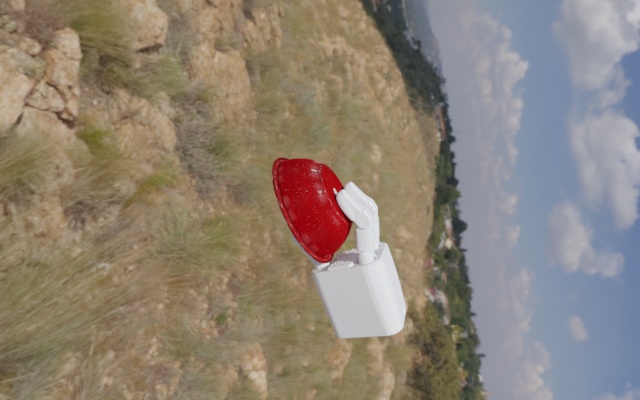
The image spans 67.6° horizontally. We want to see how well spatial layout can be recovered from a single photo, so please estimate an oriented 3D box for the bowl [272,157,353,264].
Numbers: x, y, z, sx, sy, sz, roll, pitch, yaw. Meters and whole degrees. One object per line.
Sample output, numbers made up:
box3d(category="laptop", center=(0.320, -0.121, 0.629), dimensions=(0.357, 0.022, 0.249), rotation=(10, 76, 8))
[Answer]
box3d(category="bowl", center=(0.000, 0.001, 0.656), dimensions=(0.055, 0.162, 0.162), rotation=(-26, -9, 18))
